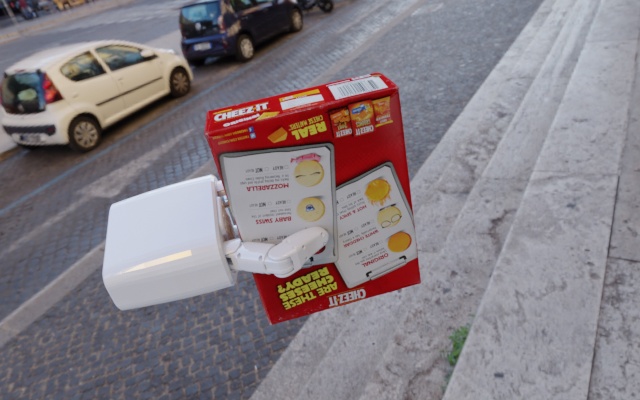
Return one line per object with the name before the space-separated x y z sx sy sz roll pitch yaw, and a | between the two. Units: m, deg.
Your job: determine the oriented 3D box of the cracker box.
cracker box | 0.000 0.001 0.461 0.164 0.214 0.072 -15 30 -3
